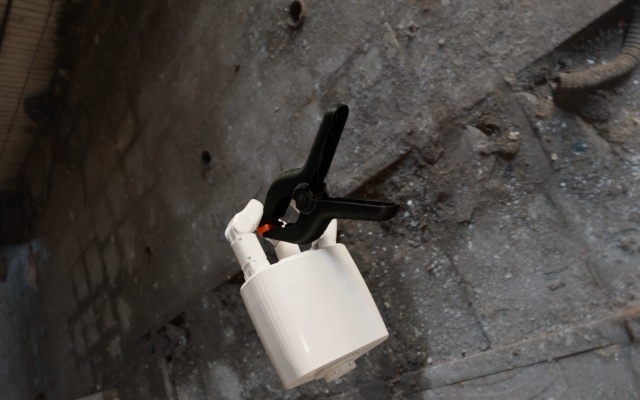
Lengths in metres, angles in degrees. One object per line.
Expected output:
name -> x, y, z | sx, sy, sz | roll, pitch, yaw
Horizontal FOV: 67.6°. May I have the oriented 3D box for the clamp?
clamp -> 0.000, 0.002, 0.480 | 0.039, 0.120, 0.171 | -6, -32, -45
